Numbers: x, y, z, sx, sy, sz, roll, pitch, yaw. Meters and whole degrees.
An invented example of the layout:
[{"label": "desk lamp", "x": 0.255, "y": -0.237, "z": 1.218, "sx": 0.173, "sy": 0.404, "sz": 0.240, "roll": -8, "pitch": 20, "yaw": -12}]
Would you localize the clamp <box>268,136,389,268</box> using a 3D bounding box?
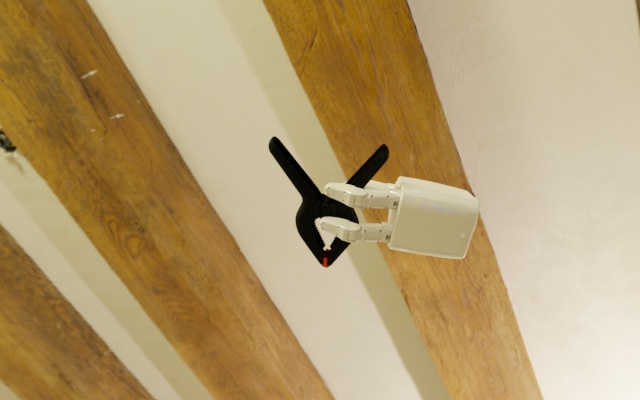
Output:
[{"label": "clamp", "x": 0.000, "y": 0.002, "z": 0.690, "sx": 0.164, "sy": 0.210, "sz": 0.036, "roll": 12, "pitch": 30, "yaw": 6}]
